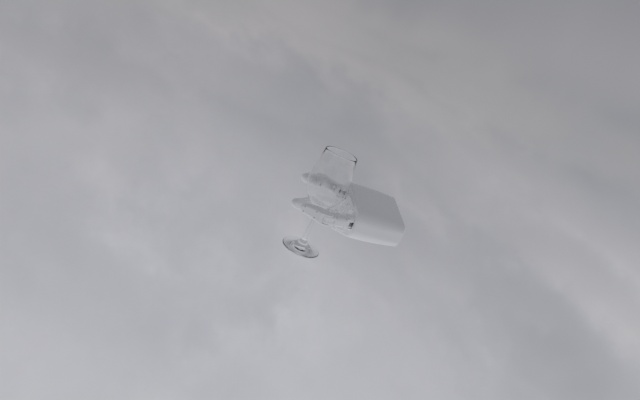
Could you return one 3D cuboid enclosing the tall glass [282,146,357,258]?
[{"bbox_3d":[0.000,0.003,0.878,0.079,0.201,0.079,21,19,-8],"label":"tall glass"}]
